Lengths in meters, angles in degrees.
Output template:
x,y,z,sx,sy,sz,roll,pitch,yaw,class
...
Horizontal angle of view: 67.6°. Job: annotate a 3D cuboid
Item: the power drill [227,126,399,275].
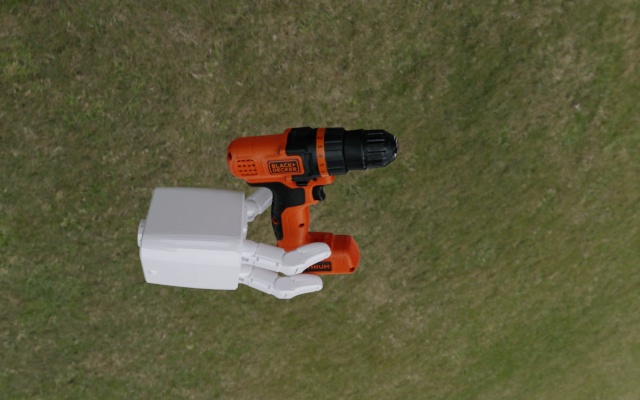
x,y,z,sx,sy,sz,roll,pitch,yaw,class
0.000,0.002,0.552,0.184,0.188,0.057,-2,36,11,power drill
